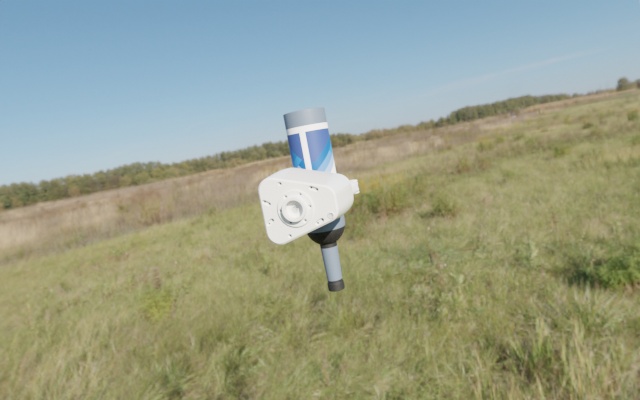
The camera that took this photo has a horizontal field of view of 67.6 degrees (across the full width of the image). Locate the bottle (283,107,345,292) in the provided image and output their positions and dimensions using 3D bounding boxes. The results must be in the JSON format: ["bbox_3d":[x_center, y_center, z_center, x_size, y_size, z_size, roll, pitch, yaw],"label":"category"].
[{"bbox_3d":[0.000,0.002,0.771,0.069,0.296,0.069,-10,7,1],"label":"bottle"}]
